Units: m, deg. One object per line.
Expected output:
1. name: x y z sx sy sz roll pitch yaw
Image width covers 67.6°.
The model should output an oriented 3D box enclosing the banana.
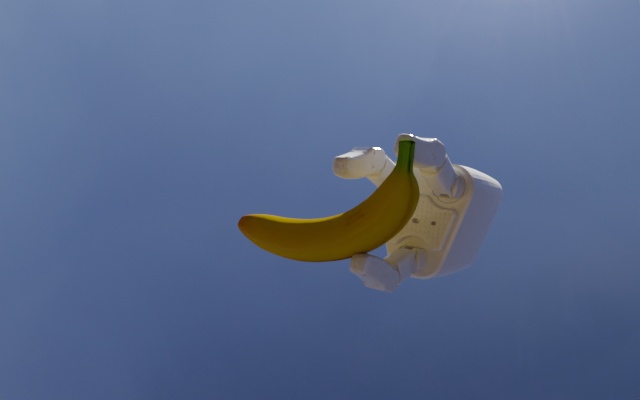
1. banana: 0.008 0.018 0.402 0.198 0.069 0.037 -24 -12 35
